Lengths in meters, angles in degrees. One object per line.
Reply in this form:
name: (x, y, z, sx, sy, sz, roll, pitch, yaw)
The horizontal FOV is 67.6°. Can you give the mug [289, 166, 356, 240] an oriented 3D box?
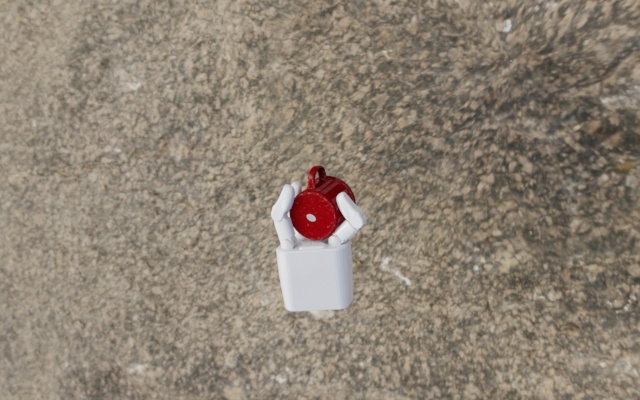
mug: (0.000, 0.001, 0.765, 0.093, 0.117, 0.081, 1, 16, 22)
